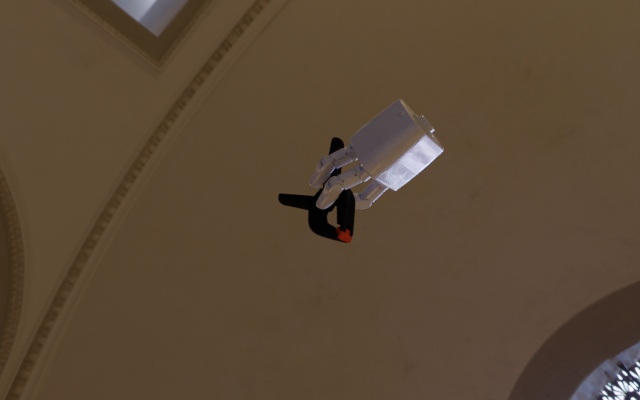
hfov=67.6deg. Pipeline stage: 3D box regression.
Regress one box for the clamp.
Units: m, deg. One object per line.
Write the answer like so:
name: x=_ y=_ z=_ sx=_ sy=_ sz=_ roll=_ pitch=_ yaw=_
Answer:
clamp: x=0.001 y=0.003 z=0.821 sx=0.164 sy=0.209 sz=0.036 roll=-41 pitch=-50 yaw=21
